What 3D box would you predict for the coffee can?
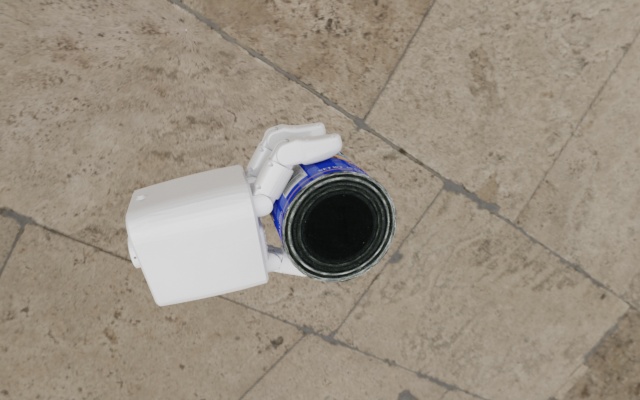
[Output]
[{"bbox_3d":[0.000,0.002,0.469,0.103,0.103,0.140,0,19,-15],"label":"coffee can"}]
